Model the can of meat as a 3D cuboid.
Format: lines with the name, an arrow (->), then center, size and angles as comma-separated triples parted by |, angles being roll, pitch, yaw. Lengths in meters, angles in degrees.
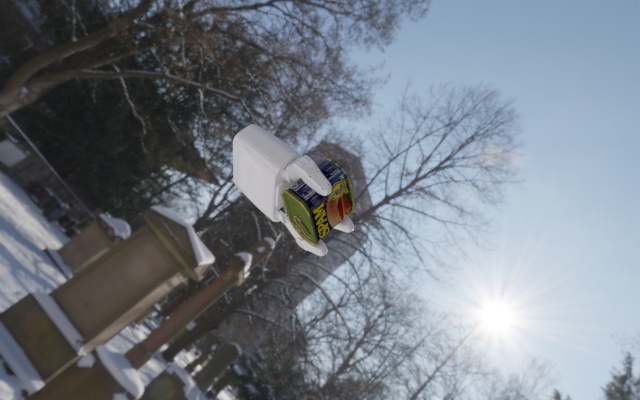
can of meat -> 0.000, 0.002, 0.674 | 0.084, 0.102, 0.057 | -40, 56, -20
